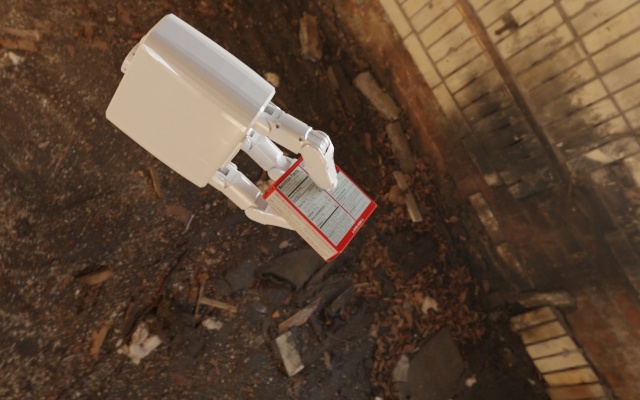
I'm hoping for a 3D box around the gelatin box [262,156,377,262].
[{"bbox_3d":[0.001,0.002,0.456,0.073,0.089,0.030,-49,4,-38],"label":"gelatin box"}]
